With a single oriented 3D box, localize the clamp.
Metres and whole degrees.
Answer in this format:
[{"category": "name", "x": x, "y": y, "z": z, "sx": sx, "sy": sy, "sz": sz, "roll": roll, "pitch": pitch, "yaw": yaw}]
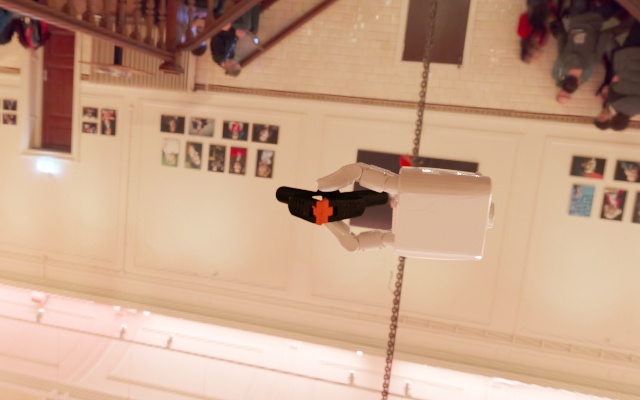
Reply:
[{"category": "clamp", "x": 0.000, "y": 0.003, "z": 0.620, "sx": 0.164, "sy": 0.036, "sz": 0.210, "roll": 2, "pitch": 6, "yaw": 11}]
